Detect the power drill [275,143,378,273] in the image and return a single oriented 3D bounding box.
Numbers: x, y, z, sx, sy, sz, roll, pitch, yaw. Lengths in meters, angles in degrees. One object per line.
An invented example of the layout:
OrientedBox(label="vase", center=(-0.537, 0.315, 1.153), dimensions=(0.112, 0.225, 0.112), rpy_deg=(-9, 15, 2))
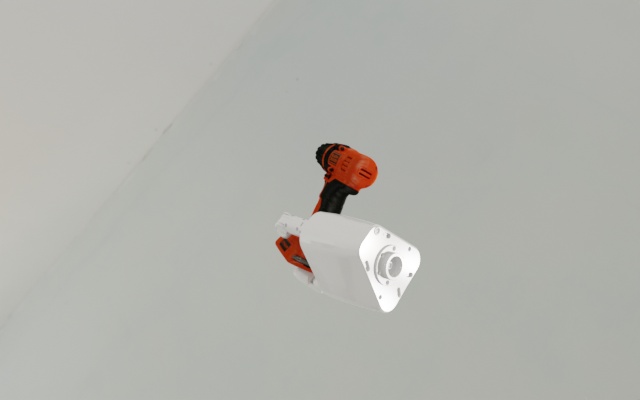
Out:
OrientedBox(label="power drill", center=(0.000, 0.003, 0.714), dimensions=(0.057, 0.187, 0.184), rpy_deg=(25, 5, -20))
